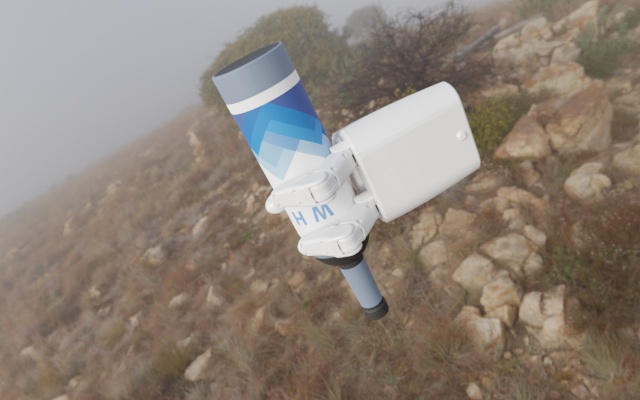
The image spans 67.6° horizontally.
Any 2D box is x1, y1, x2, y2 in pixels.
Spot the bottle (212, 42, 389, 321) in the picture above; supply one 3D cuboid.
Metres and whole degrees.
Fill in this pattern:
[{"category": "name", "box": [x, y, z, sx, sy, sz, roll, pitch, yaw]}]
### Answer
[{"category": "bottle", "box": [0.000, 0.001, 0.459, 0.069, 0.296, 0.069, -22, 25, 11]}]
